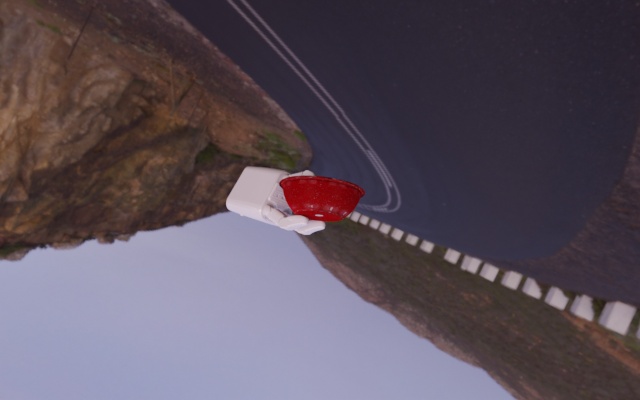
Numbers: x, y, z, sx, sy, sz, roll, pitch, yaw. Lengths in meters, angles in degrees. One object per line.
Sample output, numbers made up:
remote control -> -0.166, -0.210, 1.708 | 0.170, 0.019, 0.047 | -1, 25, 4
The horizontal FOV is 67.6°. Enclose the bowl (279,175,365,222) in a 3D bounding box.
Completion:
bowl -> 0.001, 0.003, 0.884 | 0.162, 0.055, 0.162 | 6, -14, 1
